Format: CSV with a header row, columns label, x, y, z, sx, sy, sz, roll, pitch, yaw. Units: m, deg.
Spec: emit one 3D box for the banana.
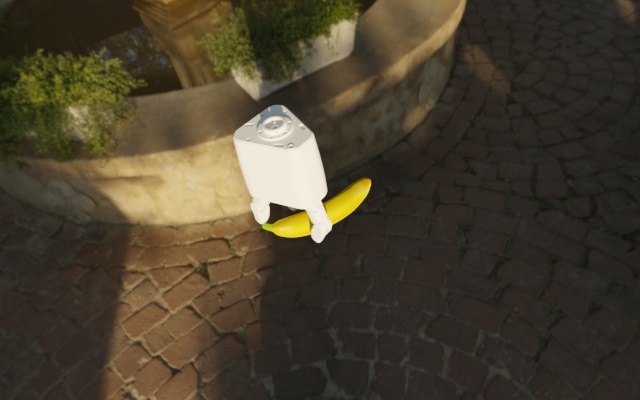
label,x,y,z,sx,sy,sz,roll,pitch,yaw
banana,0.004,0.015,0.774,0.198,0.037,0.069,-22,43,-10
